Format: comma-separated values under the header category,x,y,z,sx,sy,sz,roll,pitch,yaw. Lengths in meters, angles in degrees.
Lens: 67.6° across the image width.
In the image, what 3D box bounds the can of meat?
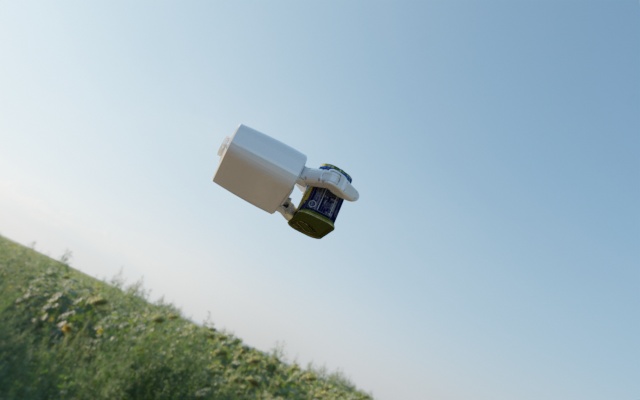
category,x,y,z,sx,sy,sz,roll,pitch,yaw
can of meat,0.000,0.002,0.707,0.057,0.084,0.102,26,-21,-8
